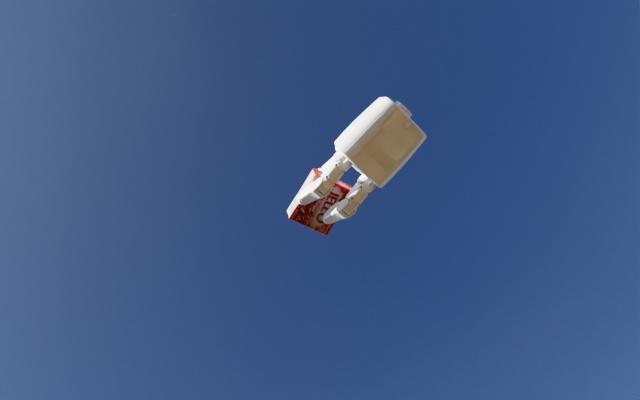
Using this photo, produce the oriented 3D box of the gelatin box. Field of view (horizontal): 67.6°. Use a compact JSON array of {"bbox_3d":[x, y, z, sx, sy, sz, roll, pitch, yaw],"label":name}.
[{"bbox_3d":[0.000,0.003,0.763,0.073,0.089,0.030,25,19,-22],"label":"gelatin box"}]
